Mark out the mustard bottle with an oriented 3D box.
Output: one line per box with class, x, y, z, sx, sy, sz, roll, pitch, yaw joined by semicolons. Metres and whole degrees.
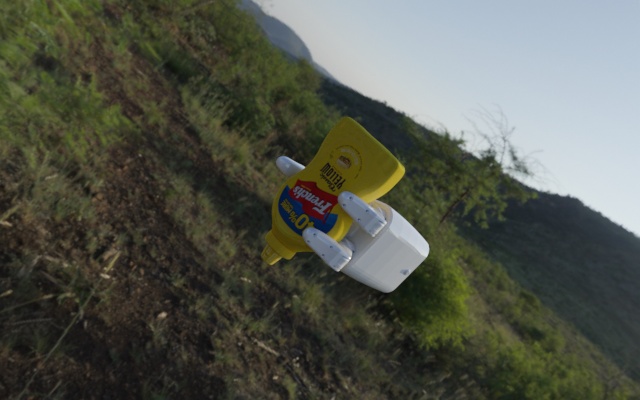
mustard bottle;0.000;0.002;0.557;0.096;0.191;0.058;46;9;23
